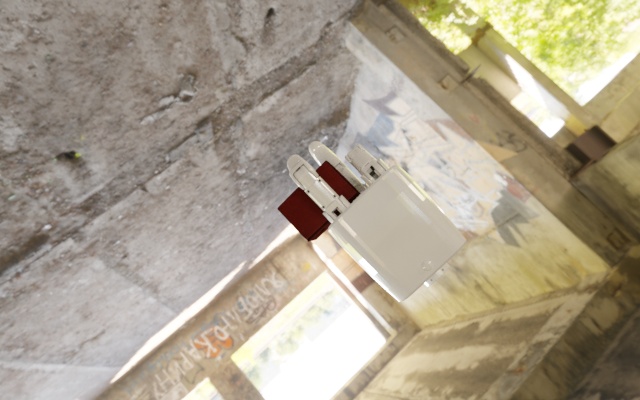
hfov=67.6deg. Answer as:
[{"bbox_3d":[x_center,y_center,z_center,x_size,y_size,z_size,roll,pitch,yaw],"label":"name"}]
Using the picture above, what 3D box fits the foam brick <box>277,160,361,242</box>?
[{"bbox_3d":[0.000,0.002,0.532,0.078,0.051,0.053,-44,-7,5],"label":"foam brick"}]
